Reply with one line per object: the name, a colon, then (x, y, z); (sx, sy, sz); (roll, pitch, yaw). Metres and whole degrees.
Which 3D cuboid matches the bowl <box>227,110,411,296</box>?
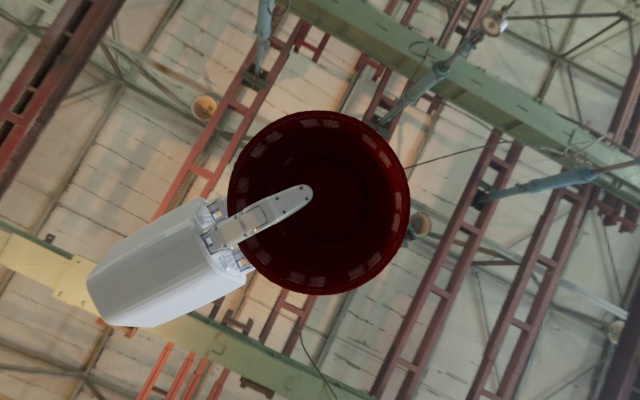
bowl: (0.001, 0.001, 0.437); (0.162, 0.162, 0.055); (0, 4, 10)
